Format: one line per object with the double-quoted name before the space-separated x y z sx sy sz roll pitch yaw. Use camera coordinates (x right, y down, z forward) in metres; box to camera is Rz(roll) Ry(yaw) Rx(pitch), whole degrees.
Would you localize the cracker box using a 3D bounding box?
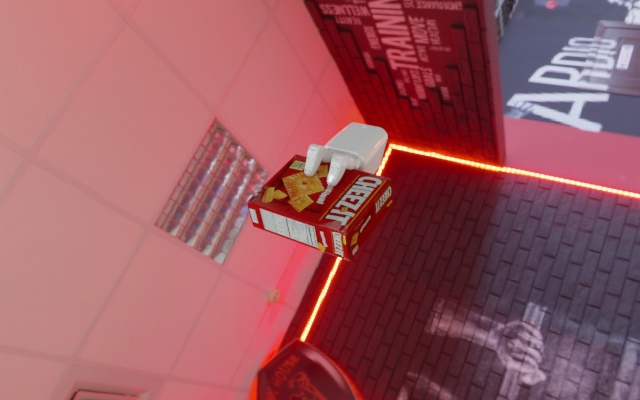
"cracker box" 0.000 0.003 0.869 0.213 0.072 0.164 16 46 30
